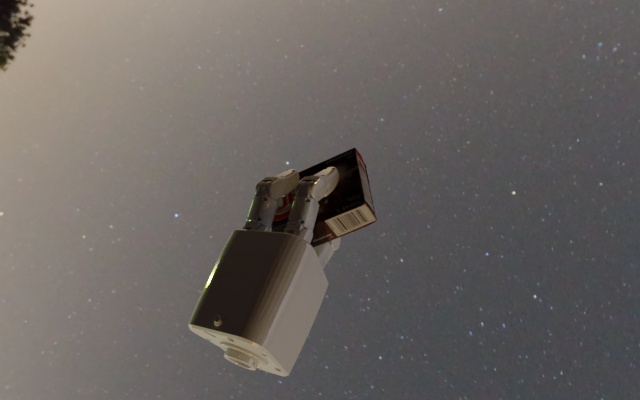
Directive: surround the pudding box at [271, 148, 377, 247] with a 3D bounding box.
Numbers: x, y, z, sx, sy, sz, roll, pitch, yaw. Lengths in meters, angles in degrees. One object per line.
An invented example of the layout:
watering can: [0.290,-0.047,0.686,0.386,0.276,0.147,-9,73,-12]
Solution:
pudding box: [0.000,0.002,0.527,0.113,0.090,0.039,-21,-46,15]
